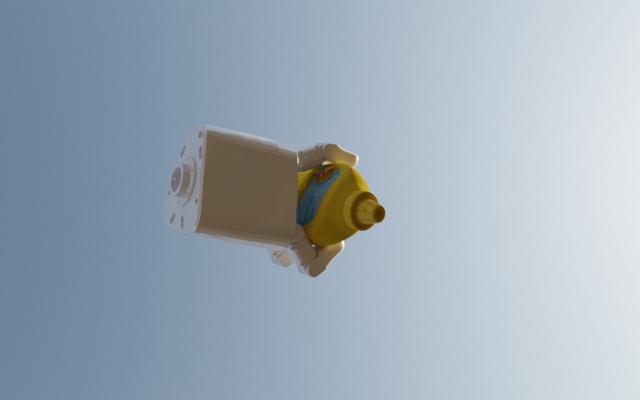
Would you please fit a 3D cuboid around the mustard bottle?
[{"bbox_3d":[0.000,0.002,0.540,0.058,0.096,0.191,42,-18,-33],"label":"mustard bottle"}]
